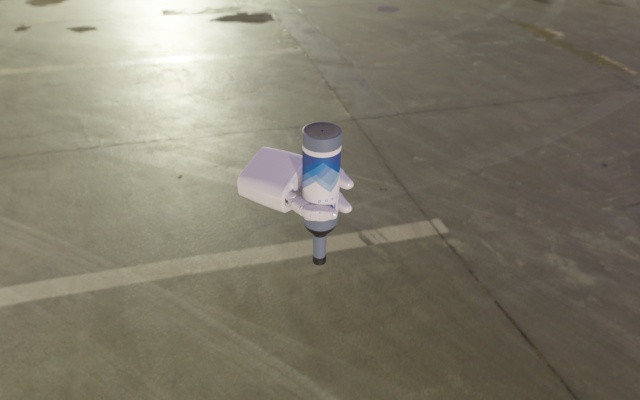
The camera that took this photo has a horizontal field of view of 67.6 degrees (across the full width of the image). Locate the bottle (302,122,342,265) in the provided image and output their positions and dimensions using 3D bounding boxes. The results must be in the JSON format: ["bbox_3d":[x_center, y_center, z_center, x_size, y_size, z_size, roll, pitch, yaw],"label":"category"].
[{"bbox_3d":[0.000,0.003,0.880,0.069,0.296,0.069,1,36,-1],"label":"bottle"}]
